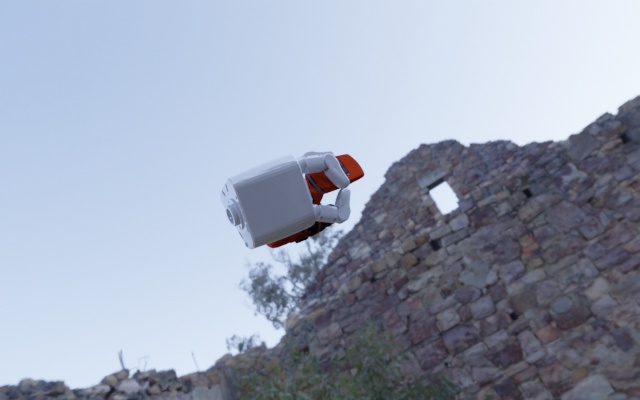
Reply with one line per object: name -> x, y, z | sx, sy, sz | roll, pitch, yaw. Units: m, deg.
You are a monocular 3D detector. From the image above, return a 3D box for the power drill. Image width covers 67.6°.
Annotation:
power drill -> 0.000, 0.002, 0.841 | 0.184, 0.057, 0.188 | -21, -26, -43
